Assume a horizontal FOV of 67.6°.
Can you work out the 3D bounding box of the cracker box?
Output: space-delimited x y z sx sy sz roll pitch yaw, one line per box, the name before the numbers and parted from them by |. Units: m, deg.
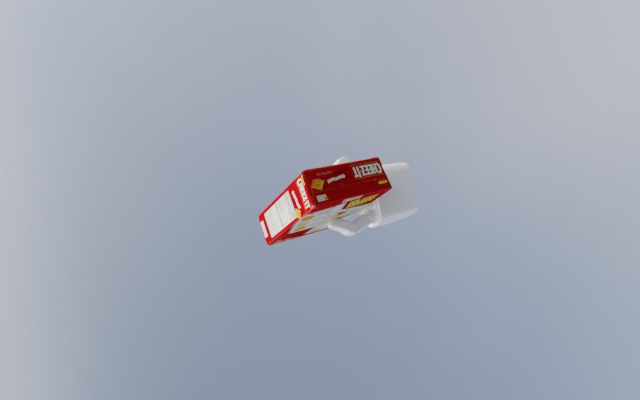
cracker box | 0.000 0.003 0.872 0.164 0.072 0.214 -14 -15 -32
